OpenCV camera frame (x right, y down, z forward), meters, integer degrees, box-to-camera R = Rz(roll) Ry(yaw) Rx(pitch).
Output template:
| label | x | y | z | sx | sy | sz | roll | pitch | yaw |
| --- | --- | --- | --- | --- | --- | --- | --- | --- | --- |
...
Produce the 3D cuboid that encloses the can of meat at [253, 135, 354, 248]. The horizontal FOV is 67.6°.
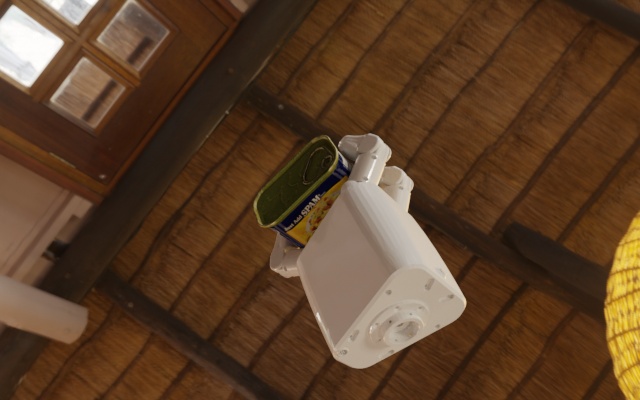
| label | x | y | z | sx | sy | sz | roll | pitch | yaw |
| --- | --- | --- | --- | --- | --- | --- | --- | --- | --- |
| can of meat | 0.000 | 0.002 | 0.470 | 0.084 | 0.102 | 0.057 | 38 | 14 | -36 |
